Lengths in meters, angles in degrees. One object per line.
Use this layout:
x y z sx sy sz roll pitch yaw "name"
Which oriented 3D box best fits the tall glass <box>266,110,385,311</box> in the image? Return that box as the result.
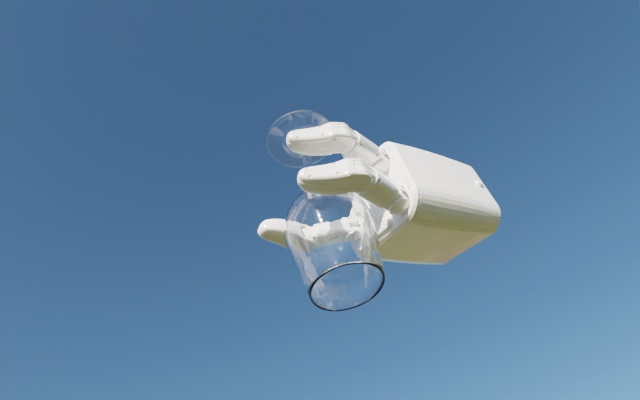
0.000 0.001 0.442 0.079 0.079 0.200 0 42 -16 "tall glass"
